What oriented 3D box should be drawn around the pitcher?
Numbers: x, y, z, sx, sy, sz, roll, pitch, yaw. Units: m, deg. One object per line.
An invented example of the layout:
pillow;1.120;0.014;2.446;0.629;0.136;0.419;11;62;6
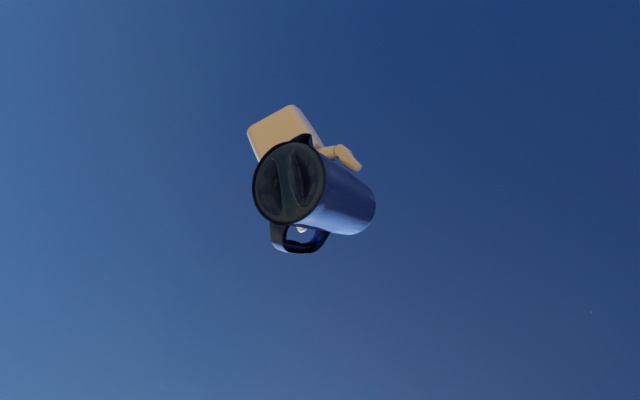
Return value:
pitcher;0.000;0.003;0.822;0.149;0.145;0.243;-37;-26;18
